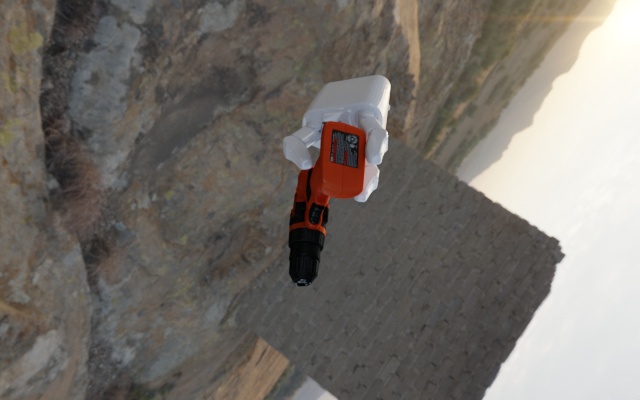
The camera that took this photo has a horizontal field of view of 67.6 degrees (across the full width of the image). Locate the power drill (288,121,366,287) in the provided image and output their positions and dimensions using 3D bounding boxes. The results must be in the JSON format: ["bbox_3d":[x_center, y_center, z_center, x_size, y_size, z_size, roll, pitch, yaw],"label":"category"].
[{"bbox_3d":[0.000,0.002,0.626,0.057,0.184,0.188,11,-31,-14],"label":"power drill"}]
